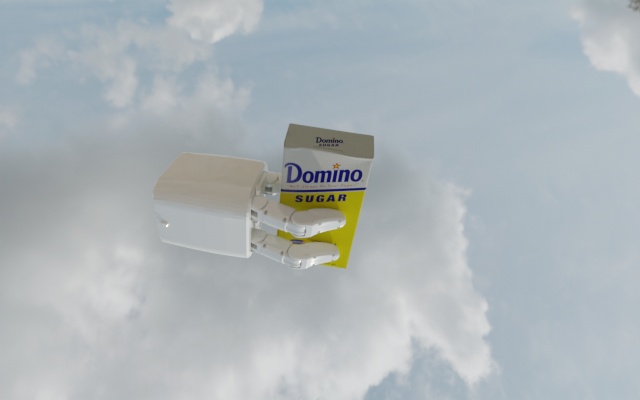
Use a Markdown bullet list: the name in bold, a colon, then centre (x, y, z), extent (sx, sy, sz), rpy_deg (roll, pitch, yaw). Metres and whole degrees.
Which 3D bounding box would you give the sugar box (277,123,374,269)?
- **sugar box**: centre (0.000, 0.002, 0.542), extent (0.093, 0.048, 0.176), rpy_deg (8, -45, 0)
